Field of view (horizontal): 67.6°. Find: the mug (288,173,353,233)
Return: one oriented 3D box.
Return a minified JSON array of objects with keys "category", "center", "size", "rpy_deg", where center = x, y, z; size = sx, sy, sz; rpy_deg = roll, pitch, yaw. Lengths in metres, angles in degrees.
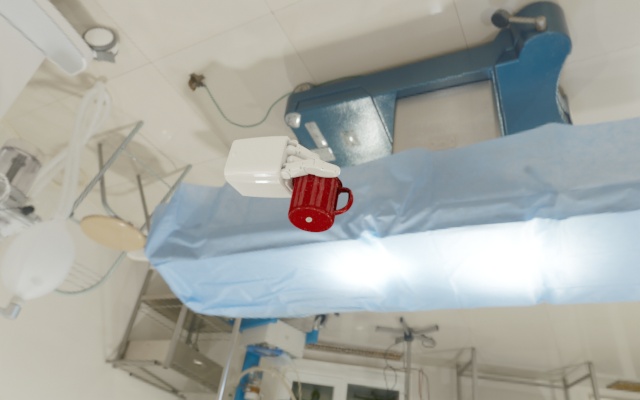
[{"category":"mug","center":[0.002,0.003,0.838],"size":[0.117,0.081,0.093],"rpy_deg":[-1,-36,16]}]
